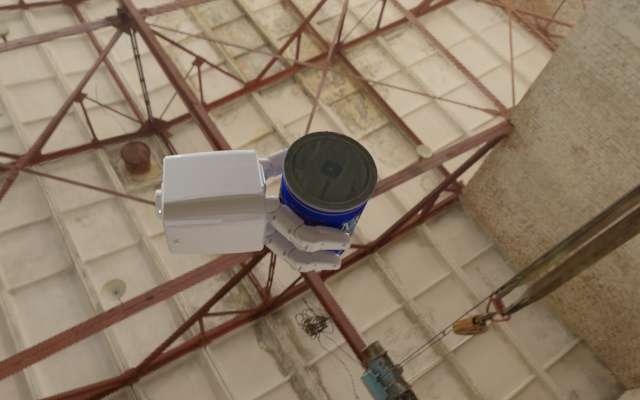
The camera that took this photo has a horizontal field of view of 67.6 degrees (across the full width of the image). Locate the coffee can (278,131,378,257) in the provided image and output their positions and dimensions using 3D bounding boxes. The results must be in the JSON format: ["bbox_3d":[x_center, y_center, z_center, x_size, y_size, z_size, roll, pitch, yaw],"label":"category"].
[{"bbox_3d":[0.000,0.002,0.565,0.103,0.102,0.140,0,-32,-11],"label":"coffee can"}]
